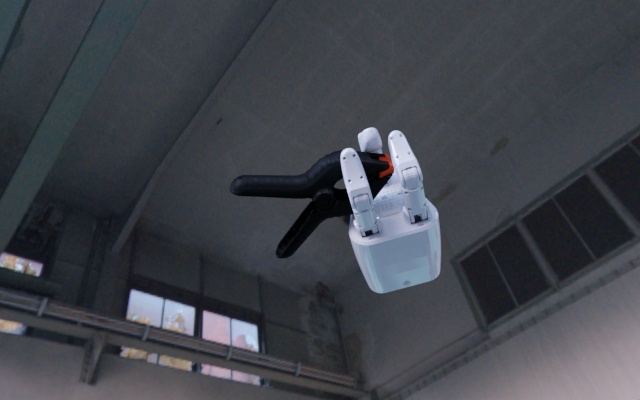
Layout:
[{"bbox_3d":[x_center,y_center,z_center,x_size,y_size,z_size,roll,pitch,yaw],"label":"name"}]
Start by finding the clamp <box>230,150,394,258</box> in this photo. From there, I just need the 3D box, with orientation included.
[{"bbox_3d":[0.000,0.001,0.526,0.171,0.120,0.039,-15,43,4],"label":"clamp"}]
